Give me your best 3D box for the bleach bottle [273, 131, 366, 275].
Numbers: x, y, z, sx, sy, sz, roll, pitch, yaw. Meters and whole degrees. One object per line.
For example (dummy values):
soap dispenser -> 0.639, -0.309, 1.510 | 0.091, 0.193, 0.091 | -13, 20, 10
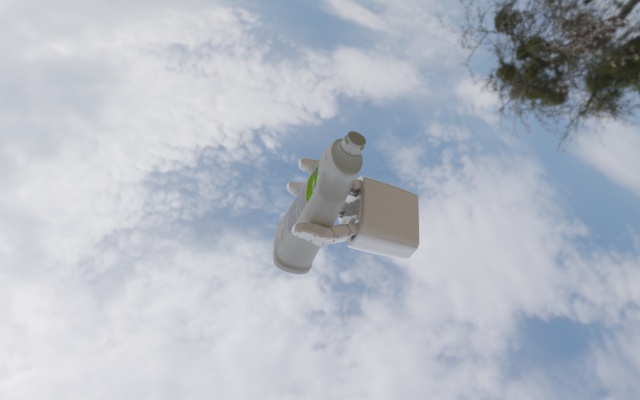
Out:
bleach bottle -> 0.000, 0.002, 0.723 | 0.068, 0.102, 0.251 | 16, -46, -18
